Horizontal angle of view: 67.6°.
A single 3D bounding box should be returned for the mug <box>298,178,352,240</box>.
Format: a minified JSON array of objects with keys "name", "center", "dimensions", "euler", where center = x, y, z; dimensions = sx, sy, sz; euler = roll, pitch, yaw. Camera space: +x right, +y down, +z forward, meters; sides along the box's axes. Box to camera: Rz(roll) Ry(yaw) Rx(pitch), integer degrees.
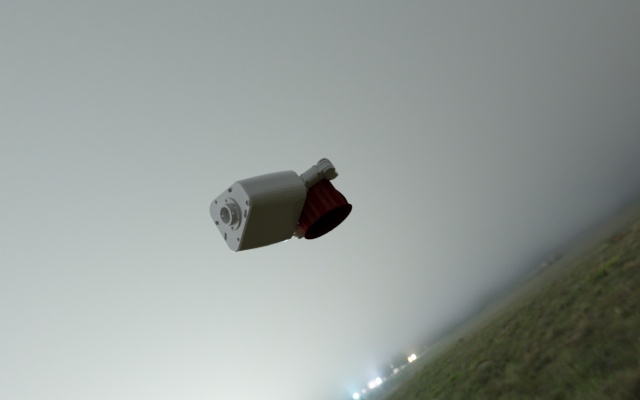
[{"name":"mug","center":[0.001,0.002,0.791],"dimensions":[0.117,0.081,0.093],"euler":[-13,-30,-45]}]
